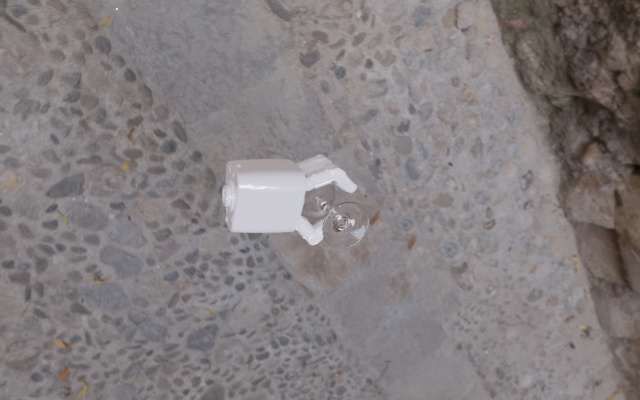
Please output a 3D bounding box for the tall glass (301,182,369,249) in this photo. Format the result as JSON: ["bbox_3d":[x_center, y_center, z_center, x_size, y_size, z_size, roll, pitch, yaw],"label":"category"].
[{"bbox_3d":[0.001,0.003,0.783,0.079,0.079,0.201,0,20,-23],"label":"tall glass"}]
